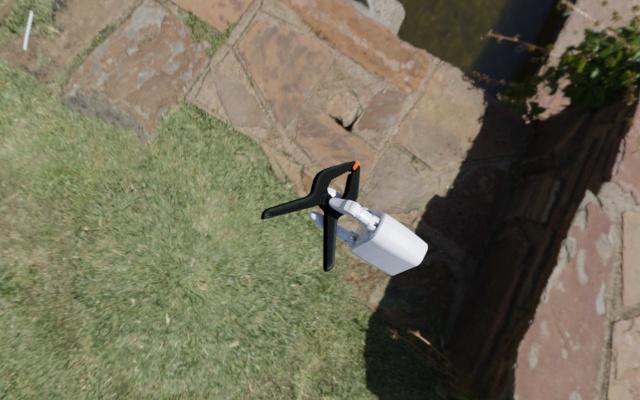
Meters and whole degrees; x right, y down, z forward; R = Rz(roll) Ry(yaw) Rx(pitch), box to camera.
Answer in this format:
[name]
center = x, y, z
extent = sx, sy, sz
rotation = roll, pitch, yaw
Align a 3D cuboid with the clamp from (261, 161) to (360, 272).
[clamp]
center = 0.001, 0.002, 0.883
extent = 0.164, 0.210, 0.036
rotation = 34, -16, -15
